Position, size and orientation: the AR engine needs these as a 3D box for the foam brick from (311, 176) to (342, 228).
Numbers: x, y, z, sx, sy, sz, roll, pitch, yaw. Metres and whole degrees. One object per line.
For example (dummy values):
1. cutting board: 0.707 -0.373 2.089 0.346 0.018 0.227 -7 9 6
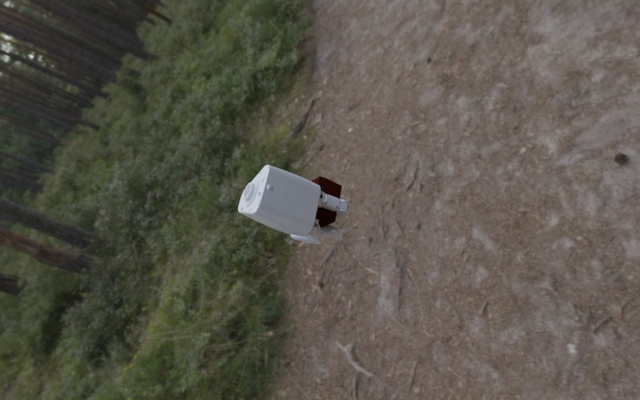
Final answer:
1. foam brick: 0.000 0.003 0.891 0.051 0.078 0.053 23 -27 -24
